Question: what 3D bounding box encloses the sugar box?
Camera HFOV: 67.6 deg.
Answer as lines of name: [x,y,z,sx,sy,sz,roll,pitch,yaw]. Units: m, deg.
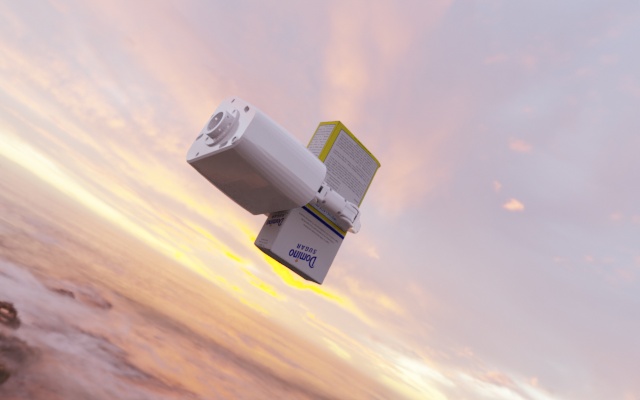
sugar box: [0.000,0.002,0.578,0.093,0.176,0.048,40,-18,-34]
